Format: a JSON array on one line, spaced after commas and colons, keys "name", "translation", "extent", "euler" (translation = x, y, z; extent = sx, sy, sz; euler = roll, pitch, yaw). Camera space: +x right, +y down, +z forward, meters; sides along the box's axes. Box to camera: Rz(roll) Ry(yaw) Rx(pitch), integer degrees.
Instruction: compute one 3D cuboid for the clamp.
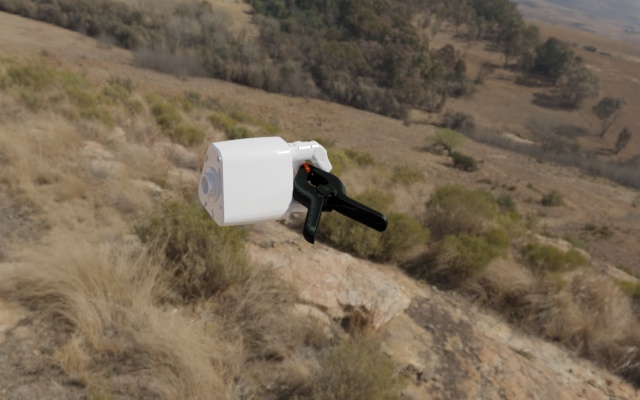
[{"name": "clamp", "translation": [0.000, 0.002, 0.670], "extent": [0.120, 0.039, 0.171], "euler": [-9, 34, -34]}]
